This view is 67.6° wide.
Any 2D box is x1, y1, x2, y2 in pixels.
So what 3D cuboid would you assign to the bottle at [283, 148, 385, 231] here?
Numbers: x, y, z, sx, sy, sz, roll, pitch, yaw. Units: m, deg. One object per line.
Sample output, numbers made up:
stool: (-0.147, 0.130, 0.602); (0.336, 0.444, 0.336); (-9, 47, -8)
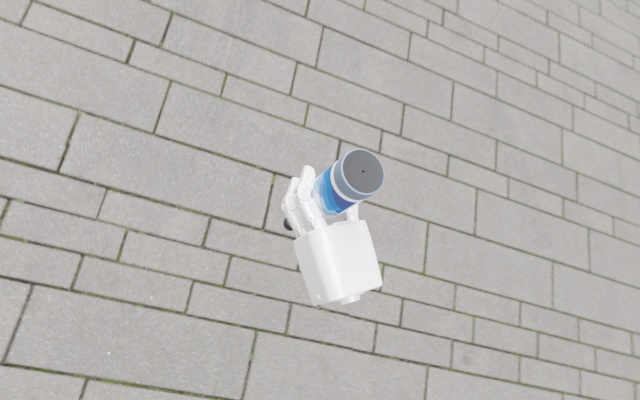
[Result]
bottle: (0.000, 0.002, 0.765); (0.069, 0.069, 0.296); (0, -16, -24)
